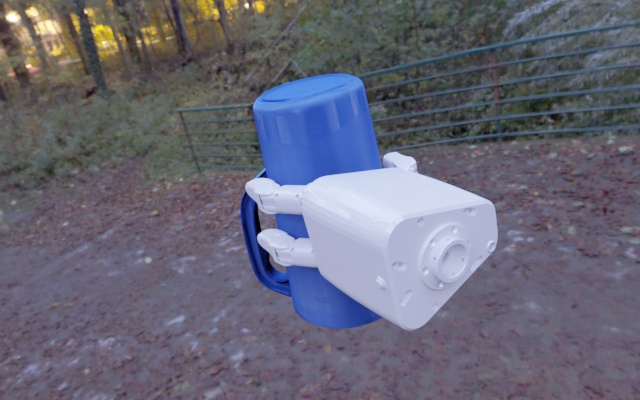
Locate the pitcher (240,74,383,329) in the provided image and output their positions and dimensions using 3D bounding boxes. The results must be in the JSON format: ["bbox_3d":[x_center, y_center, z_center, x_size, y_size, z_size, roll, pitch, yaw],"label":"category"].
[{"bbox_3d":[0.000,0.002,0.501,0.149,0.243,0.145,-24,26,-24],"label":"pitcher"}]
